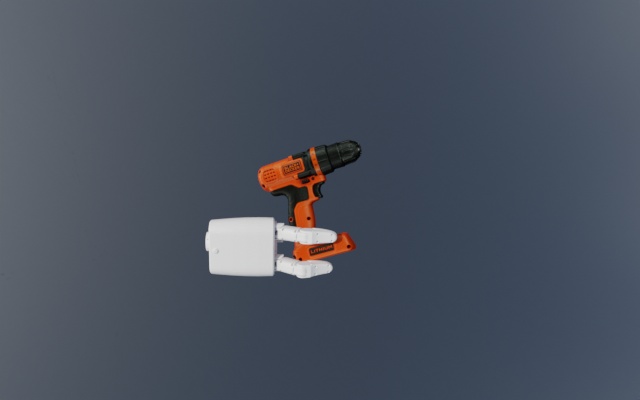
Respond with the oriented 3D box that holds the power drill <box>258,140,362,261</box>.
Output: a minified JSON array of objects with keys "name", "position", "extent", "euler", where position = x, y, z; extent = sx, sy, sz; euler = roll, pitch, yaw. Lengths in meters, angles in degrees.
[{"name":"power drill","position":[0.000,0.003,0.813],"extent":[0.184,0.187,0.057],"euler":[-17,-8,11]}]
